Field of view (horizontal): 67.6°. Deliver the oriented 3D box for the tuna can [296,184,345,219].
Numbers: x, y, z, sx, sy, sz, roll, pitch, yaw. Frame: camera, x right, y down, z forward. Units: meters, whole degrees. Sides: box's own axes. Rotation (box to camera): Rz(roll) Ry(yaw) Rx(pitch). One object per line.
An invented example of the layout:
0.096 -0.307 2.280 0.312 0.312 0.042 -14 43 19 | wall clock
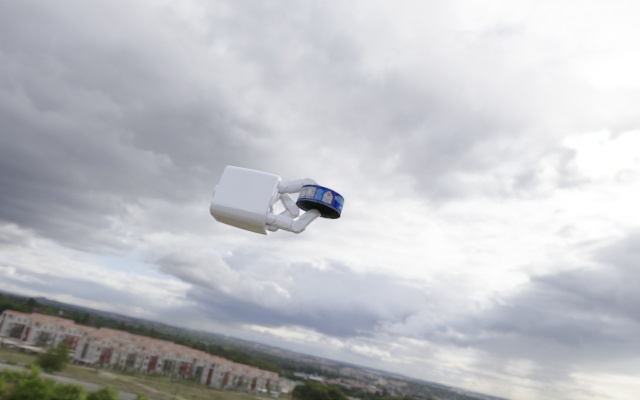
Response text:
0.000 0.002 0.873 0.086 0.033 0.086 16 -18 5 | tuna can
